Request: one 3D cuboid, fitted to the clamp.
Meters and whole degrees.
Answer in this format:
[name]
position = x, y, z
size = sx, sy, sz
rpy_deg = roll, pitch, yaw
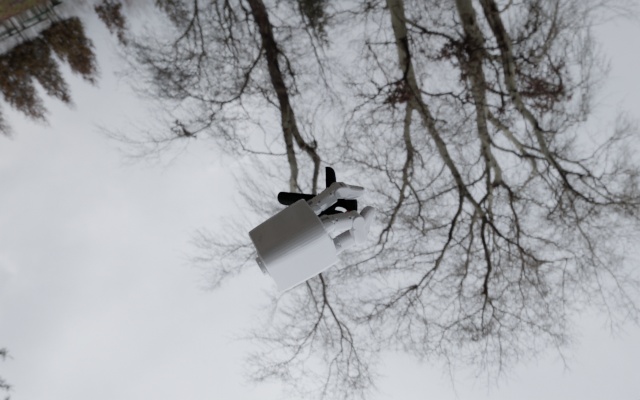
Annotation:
[clamp]
position = 0.000, 0.003, 0.823
size = 0.120, 0.039, 0.171
rpy_deg = -30, 35, -8
